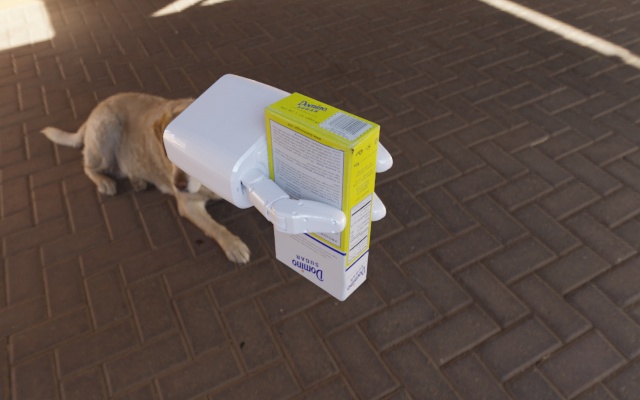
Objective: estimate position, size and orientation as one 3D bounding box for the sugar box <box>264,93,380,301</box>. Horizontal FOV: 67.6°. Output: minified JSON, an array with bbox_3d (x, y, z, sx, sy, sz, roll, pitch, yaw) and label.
[{"bbox_3d":[0.000,0.001,0.434,0.093,0.176,0.048,29,49,30],"label":"sugar box"}]
